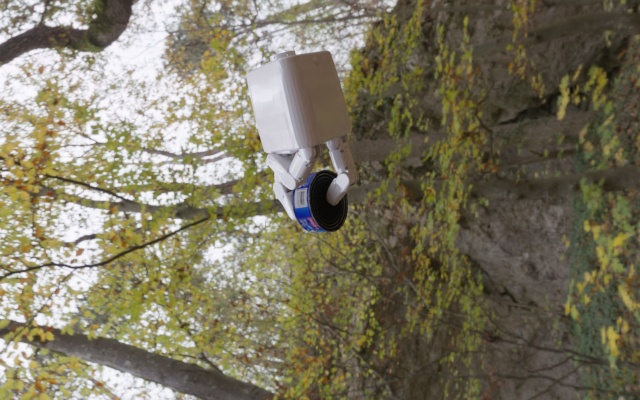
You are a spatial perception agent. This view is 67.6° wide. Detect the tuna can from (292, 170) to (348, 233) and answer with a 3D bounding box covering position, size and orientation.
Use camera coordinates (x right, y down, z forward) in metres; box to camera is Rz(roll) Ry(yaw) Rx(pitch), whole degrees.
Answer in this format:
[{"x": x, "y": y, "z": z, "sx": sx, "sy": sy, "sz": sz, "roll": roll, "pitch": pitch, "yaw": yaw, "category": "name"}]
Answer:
[{"x": 0.000, "y": 0.002, "z": 0.661, "sx": 0.034, "sy": 0.086, "sz": 0.086, "roll": -8, "pitch": -5, "yaw": 39, "category": "tuna can"}]
